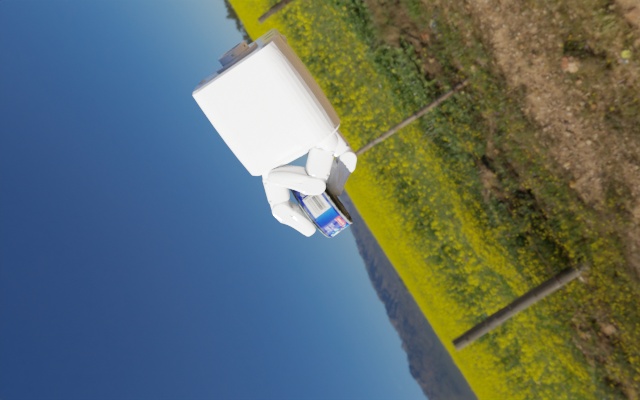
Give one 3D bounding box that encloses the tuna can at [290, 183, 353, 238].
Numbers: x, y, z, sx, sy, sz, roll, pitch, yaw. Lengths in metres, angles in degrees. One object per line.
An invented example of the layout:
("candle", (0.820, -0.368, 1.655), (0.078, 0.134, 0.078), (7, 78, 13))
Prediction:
("tuna can", (0.000, 0.002, 0.570), (0.034, 0.086, 0.086), (-37, -5, 7))
